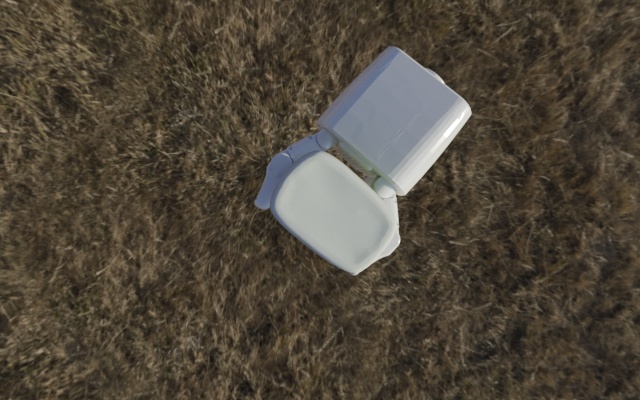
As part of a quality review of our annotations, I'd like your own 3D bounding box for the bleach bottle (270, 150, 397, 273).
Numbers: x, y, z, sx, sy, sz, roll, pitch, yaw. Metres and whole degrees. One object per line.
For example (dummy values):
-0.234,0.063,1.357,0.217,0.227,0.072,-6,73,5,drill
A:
0.000,0.002,0.488,0.102,0.068,0.251,40,0,-7,bleach bottle
